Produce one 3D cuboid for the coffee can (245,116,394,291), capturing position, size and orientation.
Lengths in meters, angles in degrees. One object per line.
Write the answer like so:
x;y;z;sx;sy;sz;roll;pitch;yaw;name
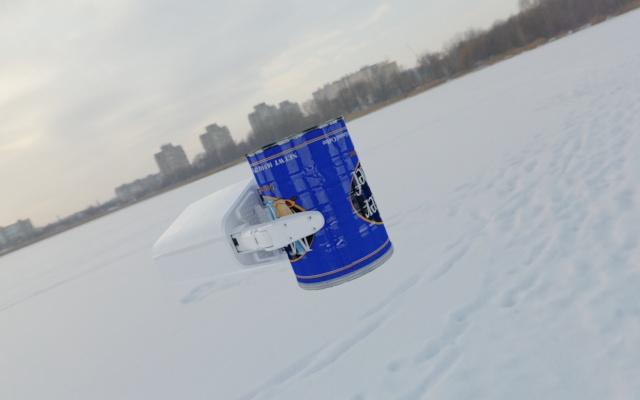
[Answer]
0.000;0.002;0.468;0.103;0.140;0.103;-21;8;3;coffee can
